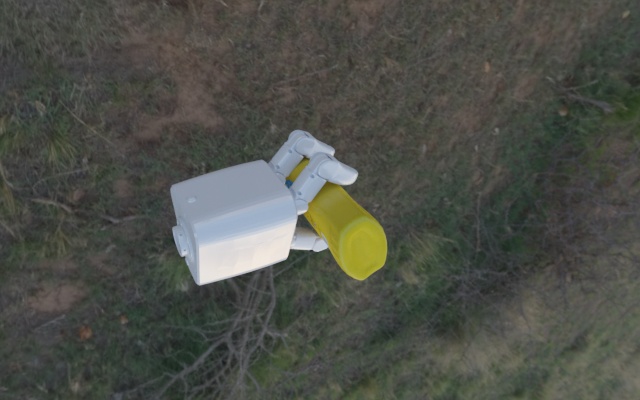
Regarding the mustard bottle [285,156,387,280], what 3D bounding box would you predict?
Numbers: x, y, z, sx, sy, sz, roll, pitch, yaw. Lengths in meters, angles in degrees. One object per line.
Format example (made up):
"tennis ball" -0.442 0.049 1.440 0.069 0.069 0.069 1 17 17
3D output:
"mustard bottle" 0.001 0.002 0.557 0.058 0.096 0.191 -35 46 -7
